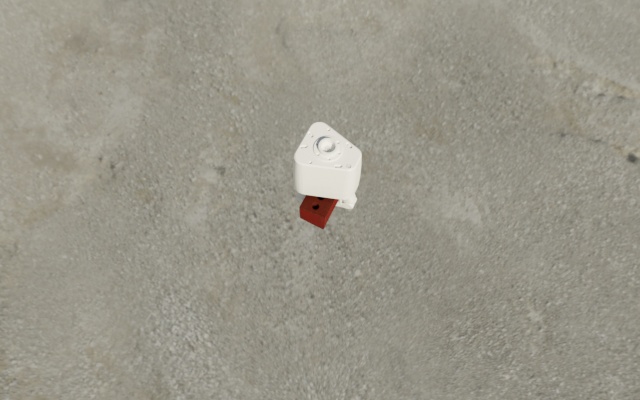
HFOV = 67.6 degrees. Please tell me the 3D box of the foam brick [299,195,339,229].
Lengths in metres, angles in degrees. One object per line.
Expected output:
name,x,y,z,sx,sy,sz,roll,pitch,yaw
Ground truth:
foam brick,0.000,0.003,0.896,0.053,0.078,0.051,24,-23,10
